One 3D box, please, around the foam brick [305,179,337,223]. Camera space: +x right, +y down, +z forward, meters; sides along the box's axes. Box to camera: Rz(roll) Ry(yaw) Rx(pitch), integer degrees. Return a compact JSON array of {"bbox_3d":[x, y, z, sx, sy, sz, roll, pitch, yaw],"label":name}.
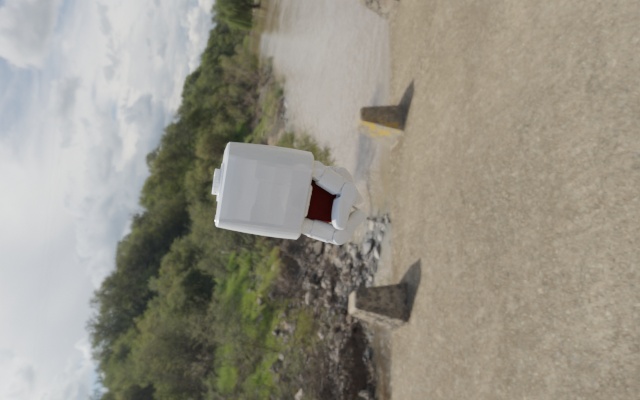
[{"bbox_3d":[0.000,0.002,0.652,0.051,0.053,0.078,8,-5,-14],"label":"foam brick"}]
